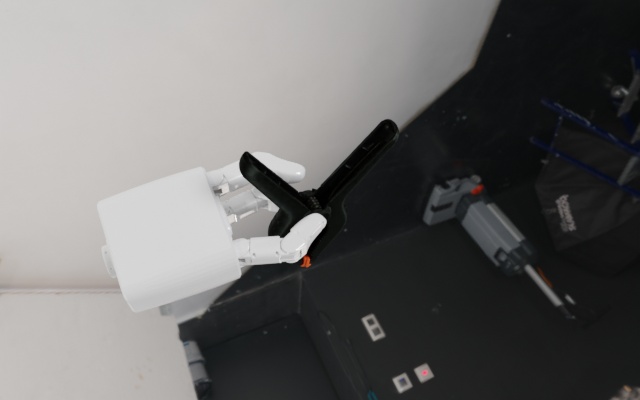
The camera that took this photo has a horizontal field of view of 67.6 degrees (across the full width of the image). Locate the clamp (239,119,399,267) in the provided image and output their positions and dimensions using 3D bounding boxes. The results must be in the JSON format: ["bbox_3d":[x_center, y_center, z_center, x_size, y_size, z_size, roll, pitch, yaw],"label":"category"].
[{"bbox_3d":[0.000,0.003,0.515,0.164,0.036,0.210,-19,-34,-16],"label":"clamp"}]
